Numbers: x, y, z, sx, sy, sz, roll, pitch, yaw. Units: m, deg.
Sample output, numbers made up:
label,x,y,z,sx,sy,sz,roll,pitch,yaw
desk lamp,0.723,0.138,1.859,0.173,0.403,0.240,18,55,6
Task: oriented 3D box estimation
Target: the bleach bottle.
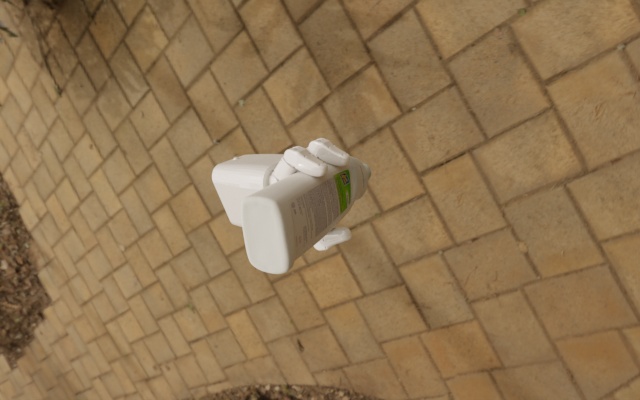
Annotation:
label,x,y,z,sx,sy,sz,roll,pitch,yaw
bleach bottle,0.000,0.002,0.656,0.068,0.102,0.250,6,21,33
